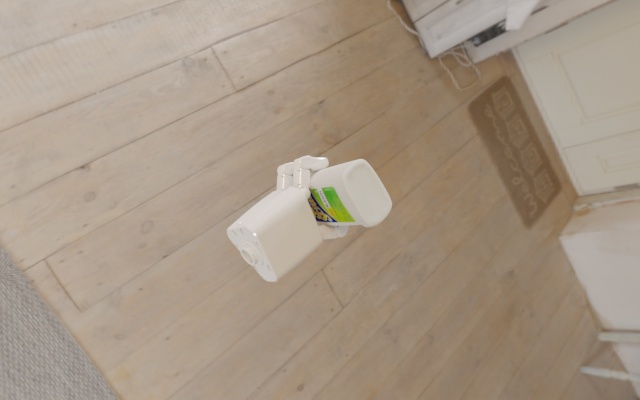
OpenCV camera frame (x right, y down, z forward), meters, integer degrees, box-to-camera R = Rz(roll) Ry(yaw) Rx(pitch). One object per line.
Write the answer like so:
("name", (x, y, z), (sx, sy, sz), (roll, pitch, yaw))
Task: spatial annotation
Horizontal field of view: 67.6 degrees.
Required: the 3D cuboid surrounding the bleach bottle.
("bleach bottle", (0.000, 0.002, 0.798), (0.068, 0.102, 0.251), (-40, 15, -32))
